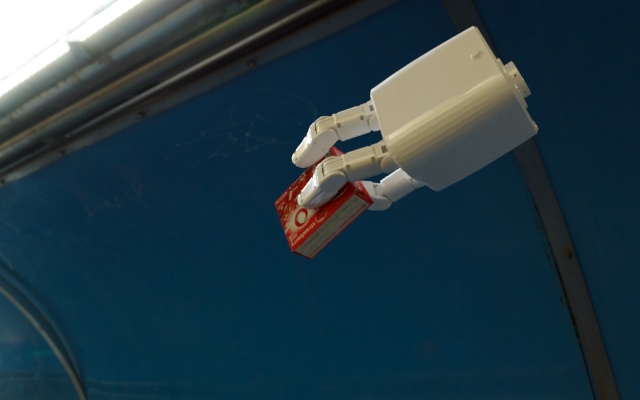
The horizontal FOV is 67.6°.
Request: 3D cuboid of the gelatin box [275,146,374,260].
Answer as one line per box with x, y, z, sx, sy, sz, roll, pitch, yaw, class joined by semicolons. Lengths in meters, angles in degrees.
0.000;0.002;0.468;0.030;0.089;0.073;30;24;-40;gelatin box
